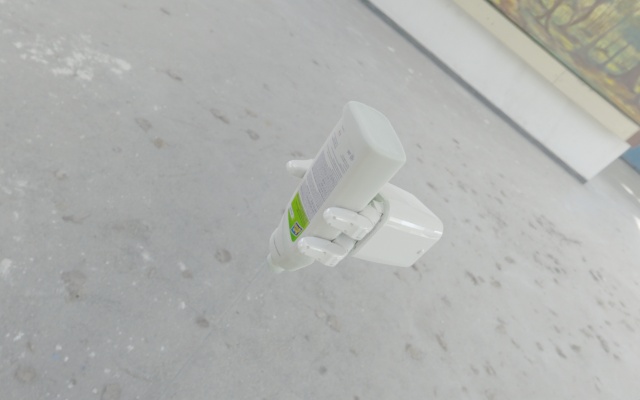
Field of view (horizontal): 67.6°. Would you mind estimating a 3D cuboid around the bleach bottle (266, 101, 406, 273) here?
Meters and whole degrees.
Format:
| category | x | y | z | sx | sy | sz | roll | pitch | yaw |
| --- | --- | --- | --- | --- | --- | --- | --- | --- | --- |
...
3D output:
| category | x | y | z | sx | sy | sz | roll | pitch | yaw |
| --- | --- | --- | --- | --- | --- | --- | --- | --- | --- |
| bleach bottle | 0.000 | 0.002 | 0.609 | 0.068 | 0.102 | 0.251 | 17 | -52 | -31 |
